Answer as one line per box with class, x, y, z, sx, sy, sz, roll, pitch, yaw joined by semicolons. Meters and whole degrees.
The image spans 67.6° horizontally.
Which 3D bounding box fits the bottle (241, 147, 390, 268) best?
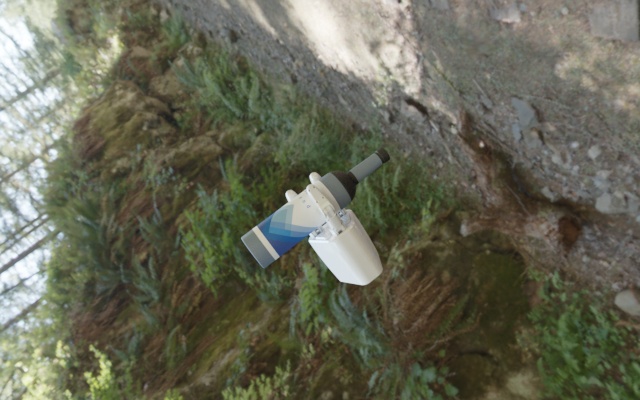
bottle;0.000;0.003;0.838;0.295;0.069;0.069;-37;6;-8
